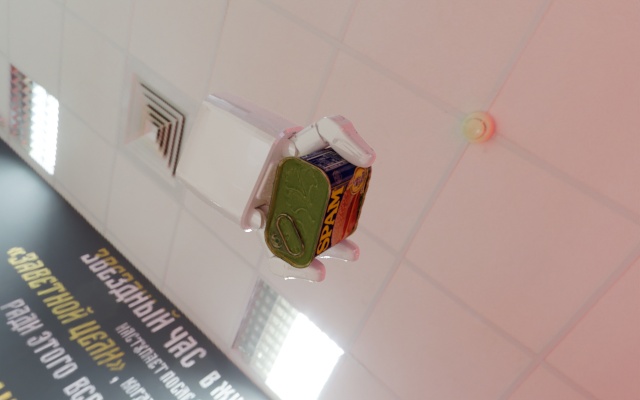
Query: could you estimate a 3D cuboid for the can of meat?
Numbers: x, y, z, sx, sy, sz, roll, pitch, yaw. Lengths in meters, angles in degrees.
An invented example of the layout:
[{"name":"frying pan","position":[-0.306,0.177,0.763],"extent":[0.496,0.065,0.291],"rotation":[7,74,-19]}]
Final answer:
[{"name":"can of meat","position":[0.000,0.001,0.452],"extent":[0.057,0.102,0.084],"rotation":[28,30,25]}]
